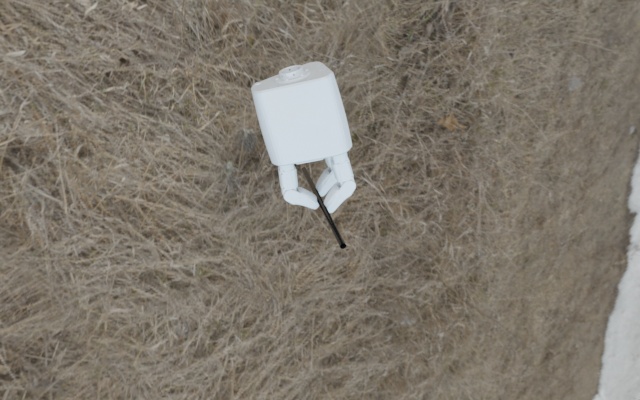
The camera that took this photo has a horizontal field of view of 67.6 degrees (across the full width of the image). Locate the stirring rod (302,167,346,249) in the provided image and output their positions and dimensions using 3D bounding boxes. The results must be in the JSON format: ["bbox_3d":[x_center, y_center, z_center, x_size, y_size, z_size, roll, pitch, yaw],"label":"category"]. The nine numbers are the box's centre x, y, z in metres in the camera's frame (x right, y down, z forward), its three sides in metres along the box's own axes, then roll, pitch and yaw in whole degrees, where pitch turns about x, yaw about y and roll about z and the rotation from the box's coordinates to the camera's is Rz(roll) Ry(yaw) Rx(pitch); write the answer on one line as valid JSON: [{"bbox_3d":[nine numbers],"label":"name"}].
[{"bbox_3d":[0.000,0.002,0.691,0.011,0.011,0.239,0,27,-15],"label":"stirring rod"}]
